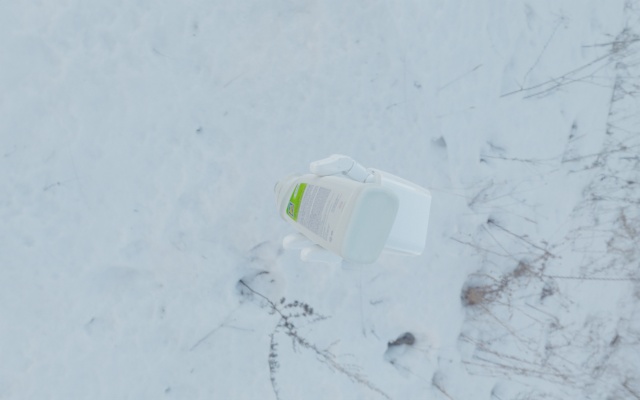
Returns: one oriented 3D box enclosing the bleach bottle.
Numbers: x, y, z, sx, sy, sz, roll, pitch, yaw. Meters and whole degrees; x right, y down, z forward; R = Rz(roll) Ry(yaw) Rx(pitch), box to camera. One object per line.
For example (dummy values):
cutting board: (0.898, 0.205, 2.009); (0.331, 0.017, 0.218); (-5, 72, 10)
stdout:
bleach bottle: (0.000, 0.002, 0.668); (0.068, 0.102, 0.250); (17, 5, -32)
